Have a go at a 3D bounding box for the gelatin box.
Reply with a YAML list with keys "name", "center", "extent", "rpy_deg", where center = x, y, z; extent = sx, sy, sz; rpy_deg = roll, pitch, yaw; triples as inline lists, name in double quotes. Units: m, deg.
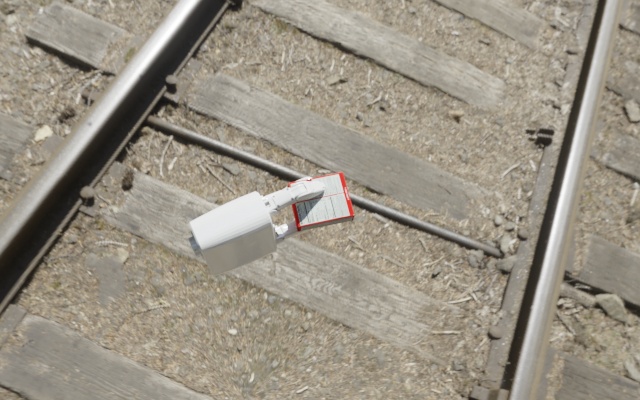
- name: "gelatin box"
  center: [0.000, 0.002, 0.727]
  extent: [0.089, 0.073, 0.030]
  rpy_deg: [-12, -19, -7]
